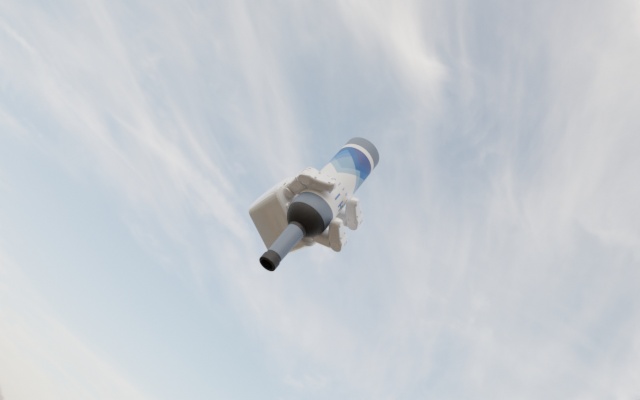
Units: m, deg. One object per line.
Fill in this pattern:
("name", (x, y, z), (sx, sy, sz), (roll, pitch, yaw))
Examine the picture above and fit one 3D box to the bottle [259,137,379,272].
("bottle", (0.000, 0.002, 0.752), (0.069, 0.069, 0.295), (0, 36, 39))
